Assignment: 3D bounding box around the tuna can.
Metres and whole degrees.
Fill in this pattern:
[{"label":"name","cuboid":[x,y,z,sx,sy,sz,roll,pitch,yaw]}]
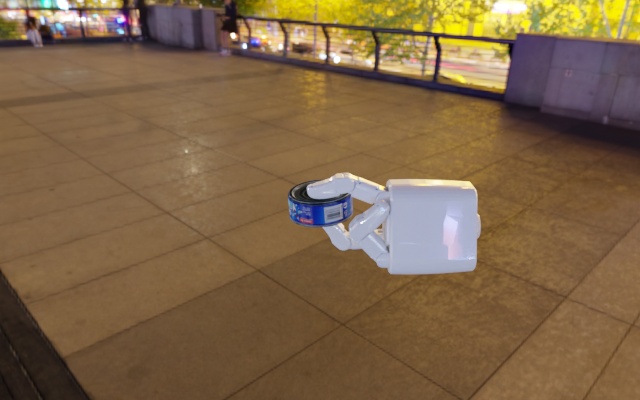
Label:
[{"label":"tuna can","cuboid":[0.000,0.002,0.629,0.086,0.034,0.086,-4,23,2]}]
